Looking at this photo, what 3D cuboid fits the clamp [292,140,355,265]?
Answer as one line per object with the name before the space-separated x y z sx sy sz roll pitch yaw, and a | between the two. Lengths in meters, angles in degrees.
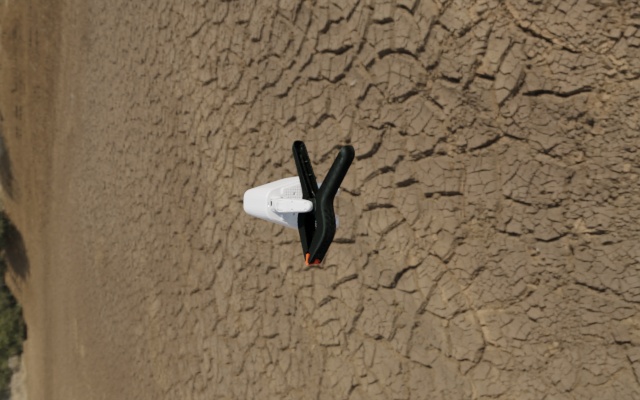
clamp | -0.001 0.003 0.772 0.036 0.210 0.164 -1 2 -32
